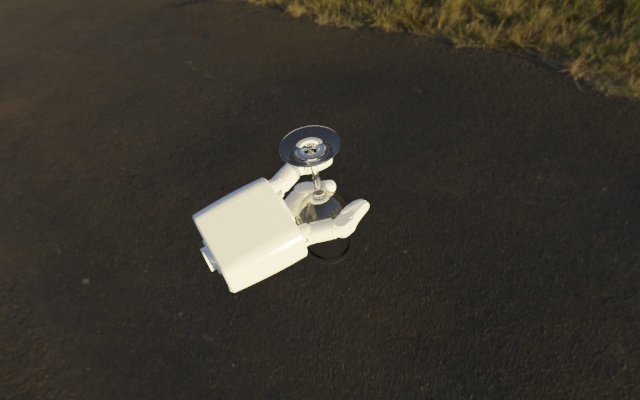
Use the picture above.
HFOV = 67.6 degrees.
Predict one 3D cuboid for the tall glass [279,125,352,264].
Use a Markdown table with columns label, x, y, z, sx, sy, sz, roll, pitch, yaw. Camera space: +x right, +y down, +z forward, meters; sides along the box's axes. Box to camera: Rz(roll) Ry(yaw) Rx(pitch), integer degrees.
| label | x | y | z | sx | sy | sz | roll | pitch | yaw |
| --- | --- | --- | --- | --- | --- | --- | --- | --- | --- |
| tall glass | 0.000 | 0.002 | 0.637 | 0.079 | 0.079 | 0.201 | 0 | -43 | 11 |
